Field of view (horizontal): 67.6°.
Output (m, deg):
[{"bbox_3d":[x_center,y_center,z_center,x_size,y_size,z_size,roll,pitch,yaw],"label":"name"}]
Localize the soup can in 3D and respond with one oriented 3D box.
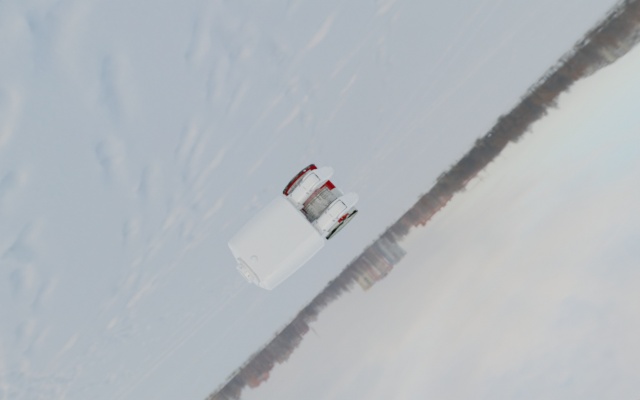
[{"bbox_3d":[0.001,0.002,0.737,0.068,0.102,0.068,-43,-8,-7],"label":"soup can"}]
